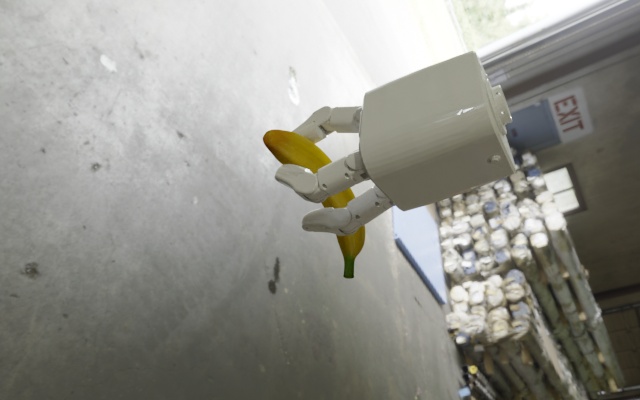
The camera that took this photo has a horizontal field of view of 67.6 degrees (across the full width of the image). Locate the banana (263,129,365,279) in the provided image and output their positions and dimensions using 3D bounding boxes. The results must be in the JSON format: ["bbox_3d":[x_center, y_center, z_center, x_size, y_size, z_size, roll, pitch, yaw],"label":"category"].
[{"bbox_3d":[0.006,-0.007,0.509,0.037,0.198,0.069,-16,32,26],"label":"banana"}]
